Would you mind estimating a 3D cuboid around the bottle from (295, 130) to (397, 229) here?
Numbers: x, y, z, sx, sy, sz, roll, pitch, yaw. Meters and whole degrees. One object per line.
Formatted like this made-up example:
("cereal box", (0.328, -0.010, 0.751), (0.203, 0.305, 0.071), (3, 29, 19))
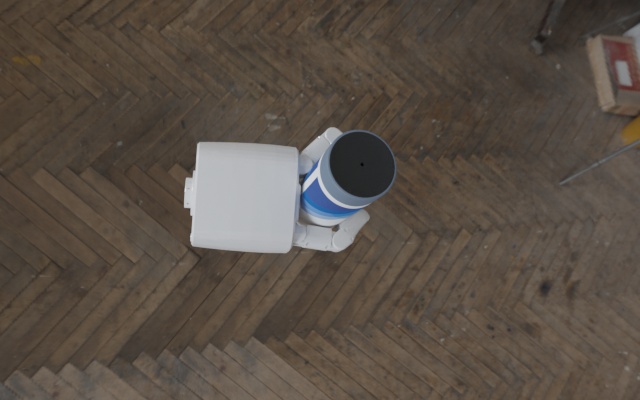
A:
("bottle", (0.000, 0.002, 0.563), (0.069, 0.069, 0.296), (0, -13, -15))
